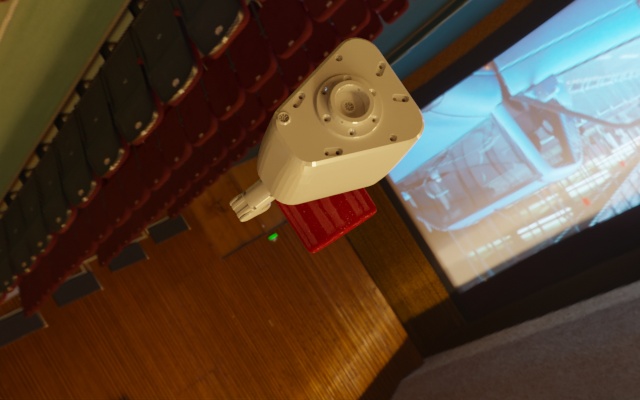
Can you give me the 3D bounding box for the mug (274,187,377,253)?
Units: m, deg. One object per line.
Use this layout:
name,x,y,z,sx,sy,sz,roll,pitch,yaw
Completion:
mug,0.000,0.002,0.491,0.093,0.081,0.117,-32,-6,-16
